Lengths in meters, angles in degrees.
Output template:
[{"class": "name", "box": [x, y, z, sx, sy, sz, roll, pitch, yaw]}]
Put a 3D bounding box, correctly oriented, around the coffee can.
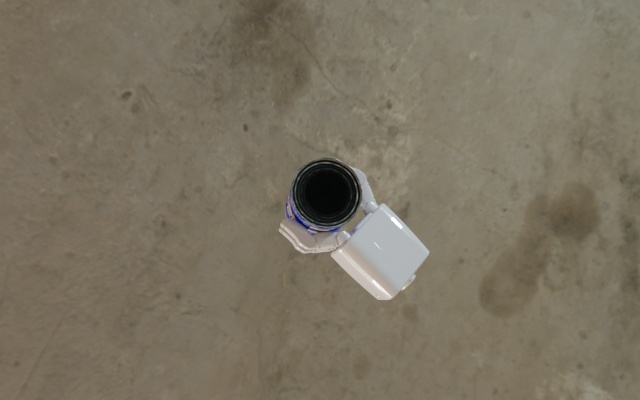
[{"class": "coffee can", "box": [0.000, 0.002, 0.737, 0.103, 0.102, 0.140, 0, -11, -7]}]
